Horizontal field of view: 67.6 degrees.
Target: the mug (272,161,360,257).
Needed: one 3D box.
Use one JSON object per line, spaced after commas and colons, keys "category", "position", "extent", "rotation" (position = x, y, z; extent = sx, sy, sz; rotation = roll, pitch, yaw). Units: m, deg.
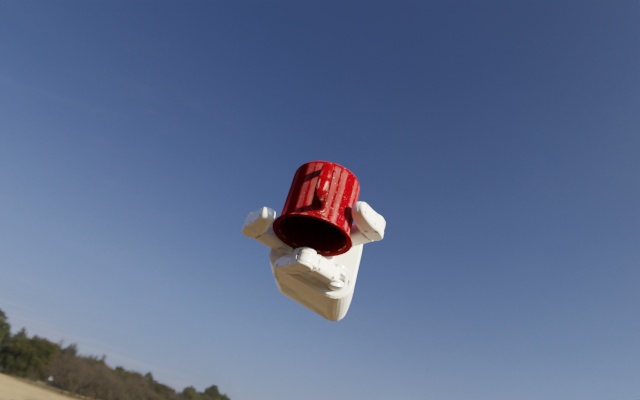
{"category": "mug", "position": [0.000, 0.001, 0.548], "extent": [0.093, 0.081, 0.117], "rotation": [13, -32, 5]}
